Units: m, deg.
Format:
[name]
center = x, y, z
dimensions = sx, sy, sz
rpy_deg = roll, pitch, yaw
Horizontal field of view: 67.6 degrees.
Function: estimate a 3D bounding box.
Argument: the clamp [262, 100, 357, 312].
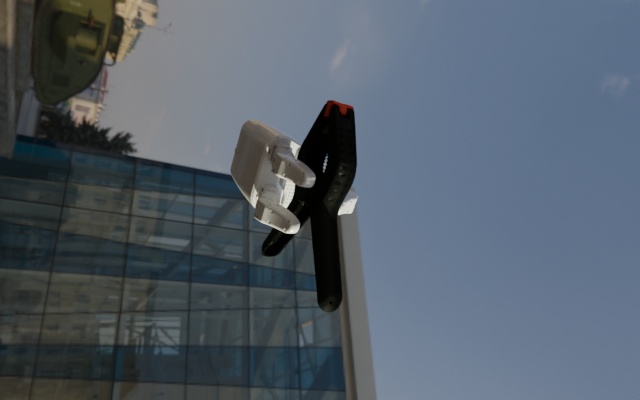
[clamp]
center = 0.001, 0.001, 0.512
dimensions = 0.036, 0.210, 0.164
rpy_deg = 9, 18, -33
